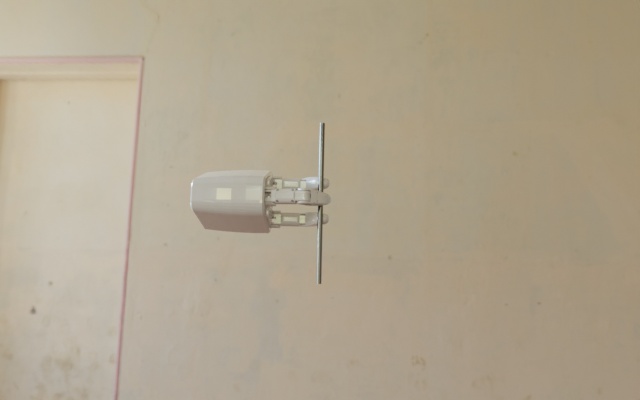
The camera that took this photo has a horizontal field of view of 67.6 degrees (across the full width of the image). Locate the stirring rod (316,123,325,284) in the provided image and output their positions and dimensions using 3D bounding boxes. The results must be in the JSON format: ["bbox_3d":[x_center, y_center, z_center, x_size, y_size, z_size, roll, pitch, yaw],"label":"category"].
[{"bbox_3d":[0.000,0.002,0.711,0.011,0.239,0.011,1,-7,0],"label":"stirring rod"}]
